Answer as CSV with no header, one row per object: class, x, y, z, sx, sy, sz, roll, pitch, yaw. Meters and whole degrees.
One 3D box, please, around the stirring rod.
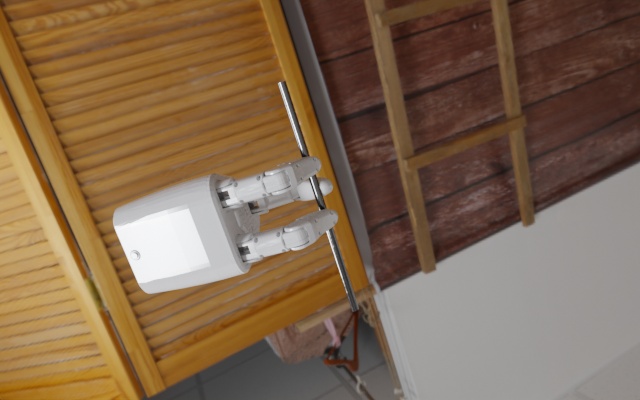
stirring rod,0.000,0.001,0.471,0.011,0.239,0.011,-17,12,4
